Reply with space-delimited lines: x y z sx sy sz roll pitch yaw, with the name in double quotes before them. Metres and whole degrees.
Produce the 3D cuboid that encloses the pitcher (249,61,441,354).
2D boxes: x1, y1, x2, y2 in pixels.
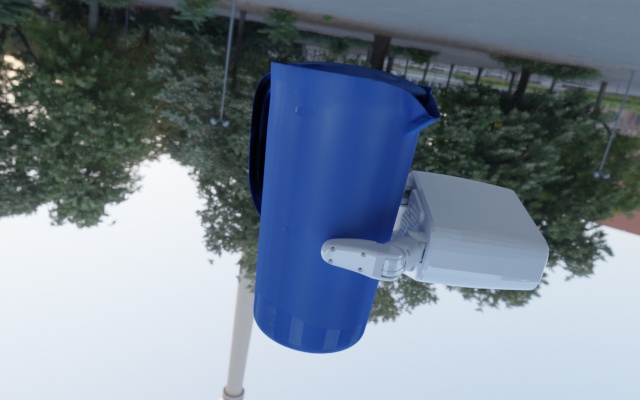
"pitcher" 0.000 0.001 0.429 0.145 0.243 0.149 8 16 -8
